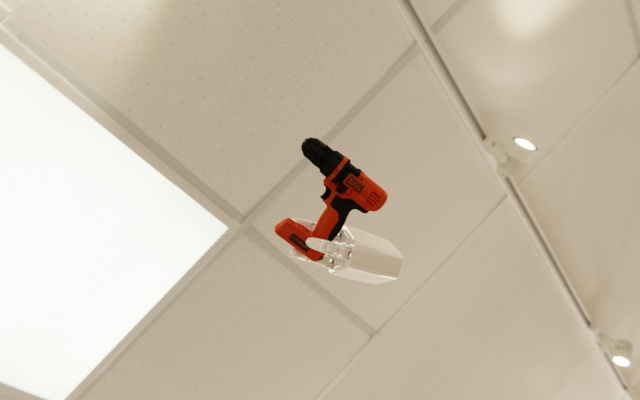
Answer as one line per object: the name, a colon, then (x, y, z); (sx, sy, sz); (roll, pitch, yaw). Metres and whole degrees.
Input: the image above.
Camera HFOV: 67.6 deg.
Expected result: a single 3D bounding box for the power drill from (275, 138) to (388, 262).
power drill: (0.000, 0.003, 0.871); (0.184, 0.188, 0.057); (38, 13, -3)
